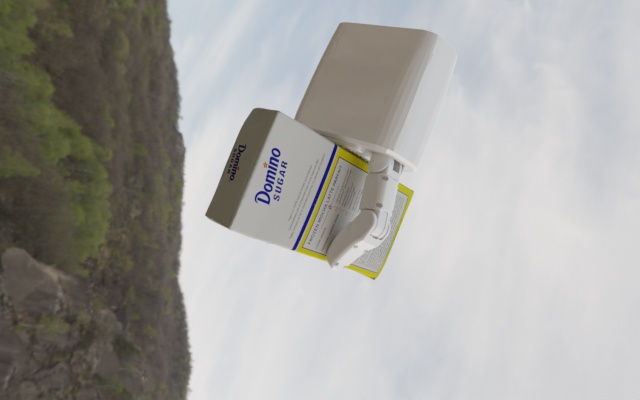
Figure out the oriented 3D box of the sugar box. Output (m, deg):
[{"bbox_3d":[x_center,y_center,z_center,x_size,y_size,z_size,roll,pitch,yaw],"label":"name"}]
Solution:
[{"bbox_3d":[0.000,0.001,0.402,0.176,0.093,0.048,26,-4,-40],"label":"sugar box"}]
